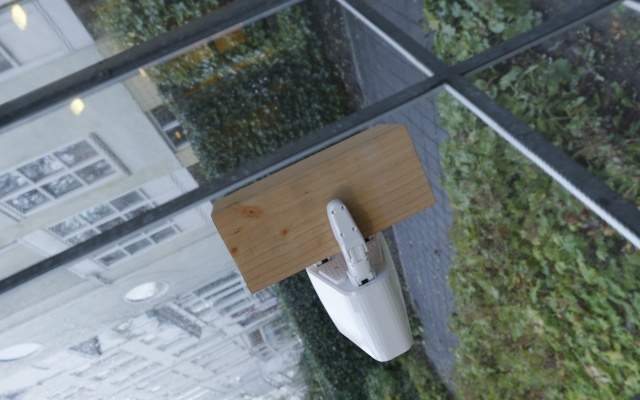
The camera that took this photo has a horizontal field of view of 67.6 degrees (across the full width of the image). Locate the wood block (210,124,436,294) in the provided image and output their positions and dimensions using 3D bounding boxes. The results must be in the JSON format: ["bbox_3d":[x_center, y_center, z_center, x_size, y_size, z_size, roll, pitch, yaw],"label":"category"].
[{"bbox_3d":[0.000,0.002,0.502,0.206,0.090,0.091,-26,13,-6],"label":"wood block"}]
